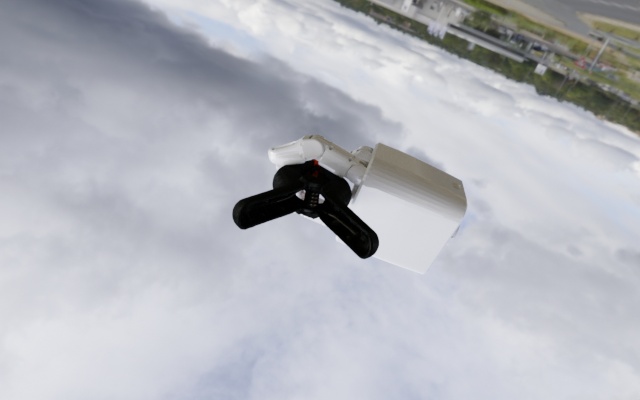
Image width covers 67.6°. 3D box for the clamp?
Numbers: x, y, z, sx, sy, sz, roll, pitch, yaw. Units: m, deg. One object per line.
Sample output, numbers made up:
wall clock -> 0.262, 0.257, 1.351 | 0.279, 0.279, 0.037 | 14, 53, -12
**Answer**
clamp -> 0.000, 0.002, 0.447 | 0.120, 0.039, 0.171 | 23, 24, 2
